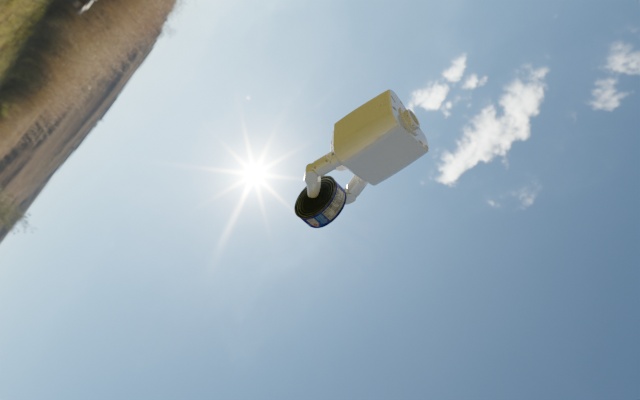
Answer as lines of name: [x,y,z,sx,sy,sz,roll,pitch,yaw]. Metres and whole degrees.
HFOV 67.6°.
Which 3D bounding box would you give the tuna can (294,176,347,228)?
tuna can: [0.000,0.003,0.783,0.086,0.086,0.034,0,-35,49]
